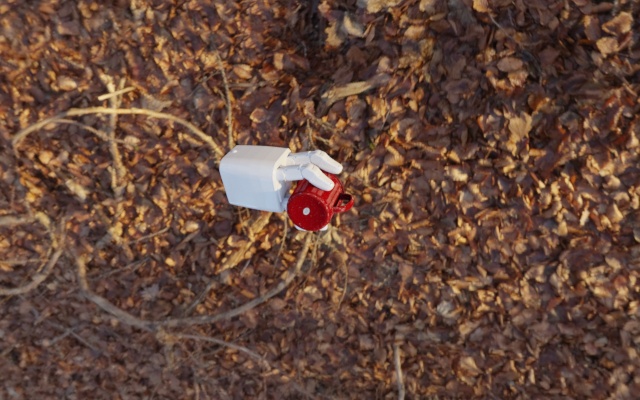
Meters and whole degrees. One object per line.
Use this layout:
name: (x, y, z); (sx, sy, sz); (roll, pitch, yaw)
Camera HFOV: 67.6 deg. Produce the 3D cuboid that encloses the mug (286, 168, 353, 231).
mug: (0.001, 0.003, 0.850); (0.117, 0.093, 0.081); (6, 32, 15)
